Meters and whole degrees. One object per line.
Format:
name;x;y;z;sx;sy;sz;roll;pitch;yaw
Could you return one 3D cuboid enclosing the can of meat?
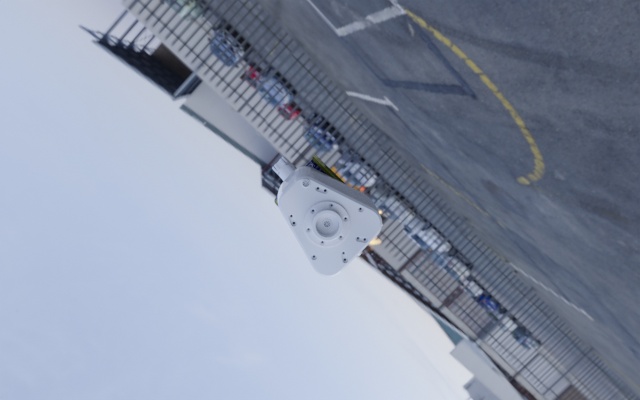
can of meat;0.000;0.002;0.651;0.102;0.084;0.057;43;4;-10
